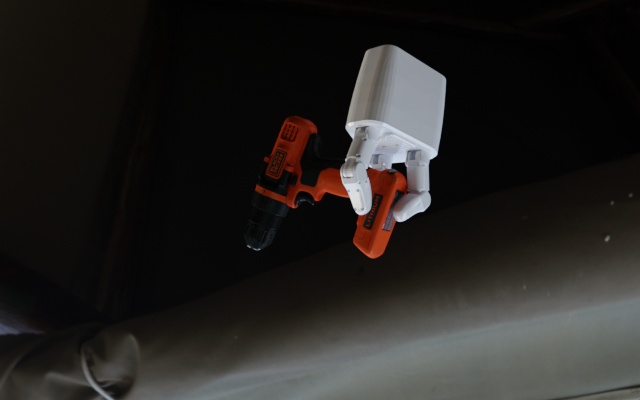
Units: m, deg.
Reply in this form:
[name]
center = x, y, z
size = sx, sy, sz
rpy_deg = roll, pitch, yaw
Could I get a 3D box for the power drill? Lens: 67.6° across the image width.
[power drill]
center = 0.001, 0.002, 0.599
size = 0.187, 0.184, 0.057
rpy_deg = 23, 5, 24
